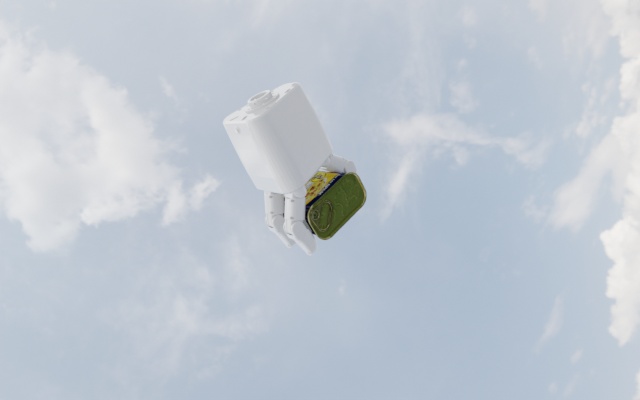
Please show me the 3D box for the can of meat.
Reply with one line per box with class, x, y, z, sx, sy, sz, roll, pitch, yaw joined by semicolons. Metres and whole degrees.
can of meat;0.000;0.002;0.679;0.102;0.057;0.084;-44;31;-24
